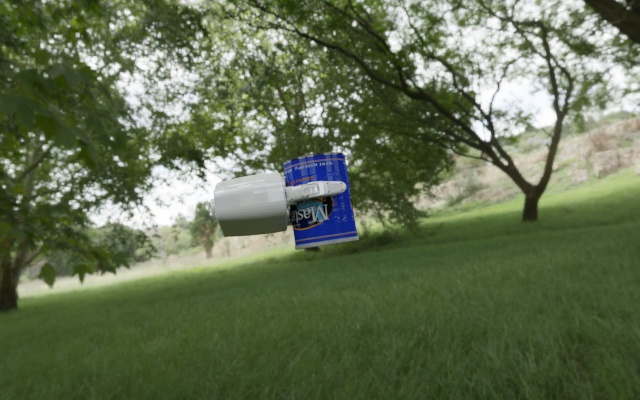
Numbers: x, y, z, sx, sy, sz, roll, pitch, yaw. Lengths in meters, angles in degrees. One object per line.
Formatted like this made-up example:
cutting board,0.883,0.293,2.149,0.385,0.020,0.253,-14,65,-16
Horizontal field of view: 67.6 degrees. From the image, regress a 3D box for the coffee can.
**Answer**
coffee can,0.000,0.003,0.766,0.103,0.140,0.103,-8,-5,-1
